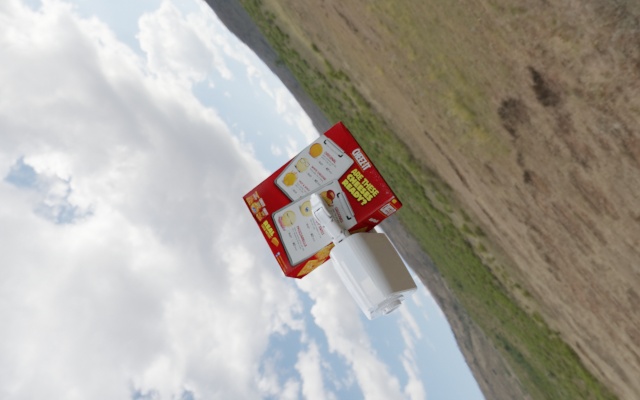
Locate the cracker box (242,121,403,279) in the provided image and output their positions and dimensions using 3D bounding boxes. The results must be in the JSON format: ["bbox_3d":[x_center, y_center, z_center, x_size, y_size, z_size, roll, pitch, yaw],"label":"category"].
[{"bbox_3d":[0.000,0.003,0.786,0.214,0.164,0.072,-37,-24,10],"label":"cracker box"}]
